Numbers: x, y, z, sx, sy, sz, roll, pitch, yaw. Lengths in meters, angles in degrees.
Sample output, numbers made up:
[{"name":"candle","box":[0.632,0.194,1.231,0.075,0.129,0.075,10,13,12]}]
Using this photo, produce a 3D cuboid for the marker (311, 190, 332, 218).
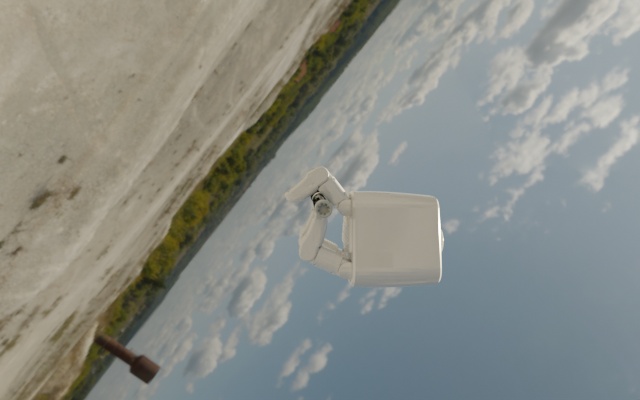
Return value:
[{"name":"marker","box":[0.000,0.002,0.569,0.020,0.020,0.121,0,7,-3]}]
